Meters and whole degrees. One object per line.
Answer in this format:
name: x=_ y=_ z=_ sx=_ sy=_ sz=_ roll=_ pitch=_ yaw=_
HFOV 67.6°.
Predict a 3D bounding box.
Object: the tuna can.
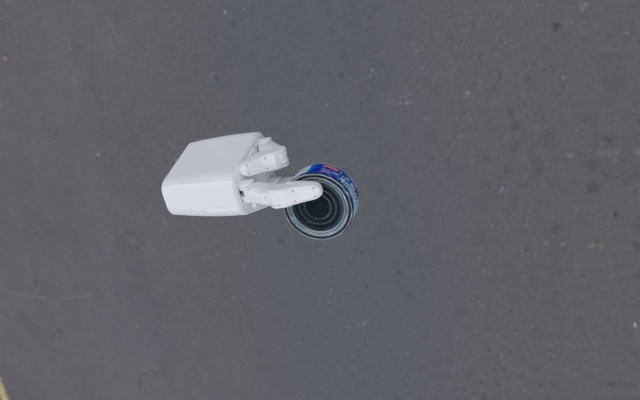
tuna can: x=0.000 y=0.002 z=0.556 sx=0.086 sy=0.086 sz=0.033 roll=0 pitch=23 yaw=16
